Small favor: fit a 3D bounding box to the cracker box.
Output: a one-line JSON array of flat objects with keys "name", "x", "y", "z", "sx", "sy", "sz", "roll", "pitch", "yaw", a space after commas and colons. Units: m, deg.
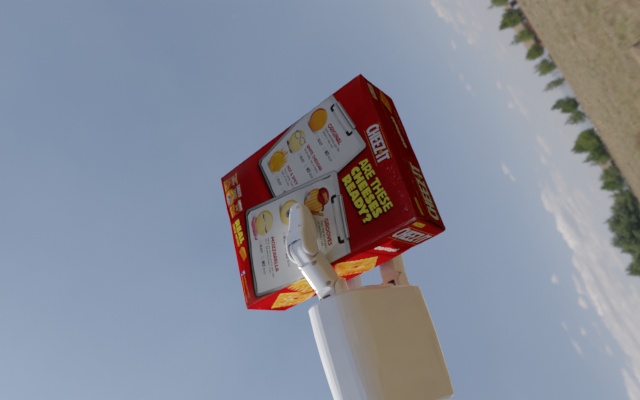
[{"name": "cracker box", "x": 0.000, "y": 0.002, "z": 0.501, "sx": 0.214, "sy": 0.164, "sz": 0.072, "roll": -32, "pitch": -30, "yaw": 29}]
